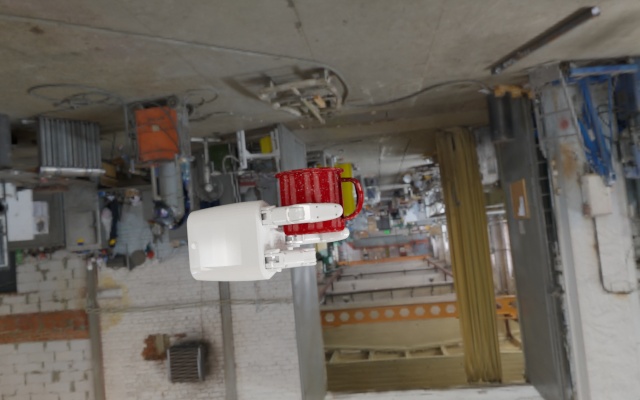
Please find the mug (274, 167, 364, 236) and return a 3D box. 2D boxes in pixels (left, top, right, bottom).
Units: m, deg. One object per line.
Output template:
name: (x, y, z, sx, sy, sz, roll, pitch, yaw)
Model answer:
mug: (0.002, 0.002, 0.624, 0.117, 0.081, 0.093, -6, -4, 19)
